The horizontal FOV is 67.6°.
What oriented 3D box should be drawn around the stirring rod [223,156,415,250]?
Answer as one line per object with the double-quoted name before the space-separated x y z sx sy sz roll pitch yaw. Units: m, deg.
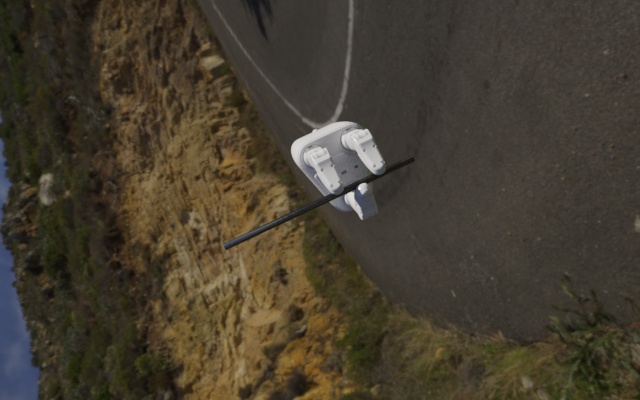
"stirring rod" 0.000 0.002 0.550 0.239 0.011 0.011 -25 2 -5
